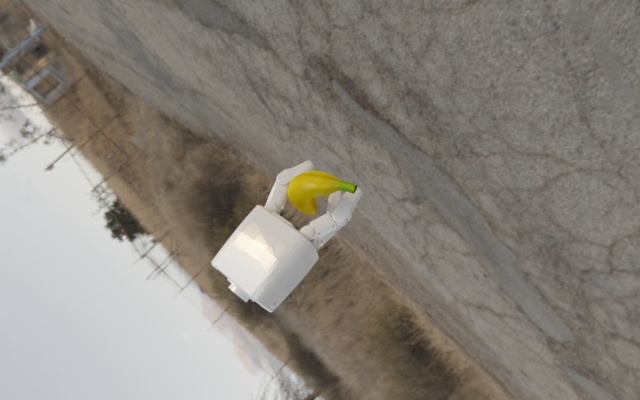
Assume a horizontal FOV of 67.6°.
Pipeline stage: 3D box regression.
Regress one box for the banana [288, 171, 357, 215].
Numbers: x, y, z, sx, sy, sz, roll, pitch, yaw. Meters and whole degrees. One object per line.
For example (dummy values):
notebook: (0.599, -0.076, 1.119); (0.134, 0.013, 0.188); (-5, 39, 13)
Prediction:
banana: (-0.014, -0.008, 0.673); (0.069, 0.037, 0.198); (33, -15, -9)
